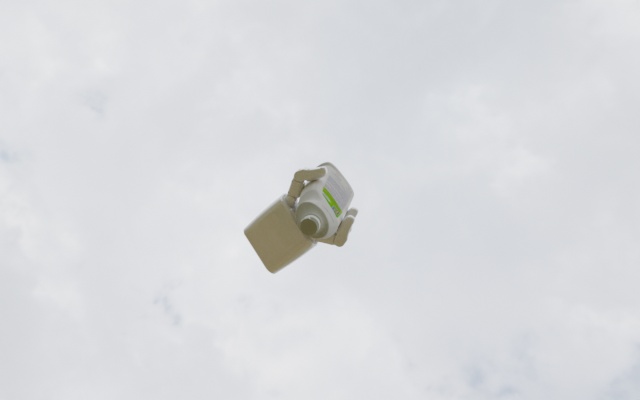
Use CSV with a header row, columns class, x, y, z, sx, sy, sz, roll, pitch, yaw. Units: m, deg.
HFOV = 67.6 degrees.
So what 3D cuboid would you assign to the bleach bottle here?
class,x,y,z,sx,sy,sz,roll,pitch,yaw
bleach bottle,0.000,0.003,0.859,0.068,0.102,0.250,-38,5,18
